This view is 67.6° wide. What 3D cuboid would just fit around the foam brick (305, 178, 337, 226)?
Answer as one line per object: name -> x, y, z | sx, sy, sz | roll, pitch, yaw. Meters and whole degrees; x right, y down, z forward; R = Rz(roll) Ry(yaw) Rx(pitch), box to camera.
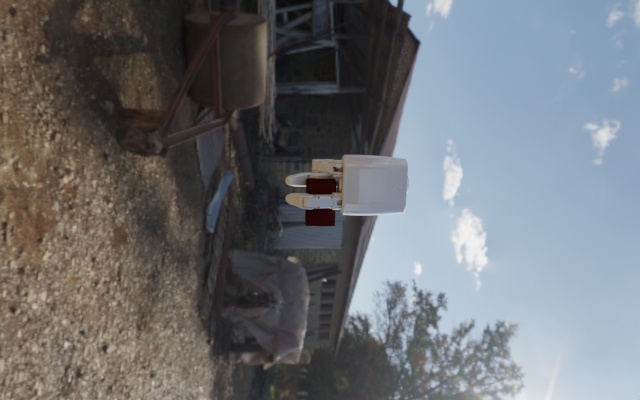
foam brick -> 0.000, 0.003, 0.821 | 0.051, 0.078, 0.053 | 1, 9, -2
